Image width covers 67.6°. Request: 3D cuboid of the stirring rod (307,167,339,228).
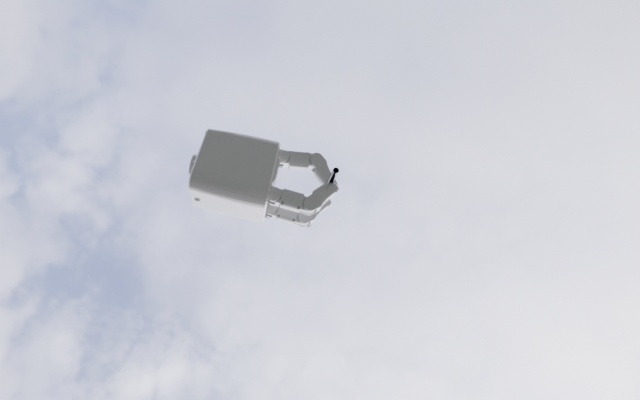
[{"bbox_3d":[0.000,0.002,0.733,0.011,0.011,0.240,0,-20,-10],"label":"stirring rod"}]
